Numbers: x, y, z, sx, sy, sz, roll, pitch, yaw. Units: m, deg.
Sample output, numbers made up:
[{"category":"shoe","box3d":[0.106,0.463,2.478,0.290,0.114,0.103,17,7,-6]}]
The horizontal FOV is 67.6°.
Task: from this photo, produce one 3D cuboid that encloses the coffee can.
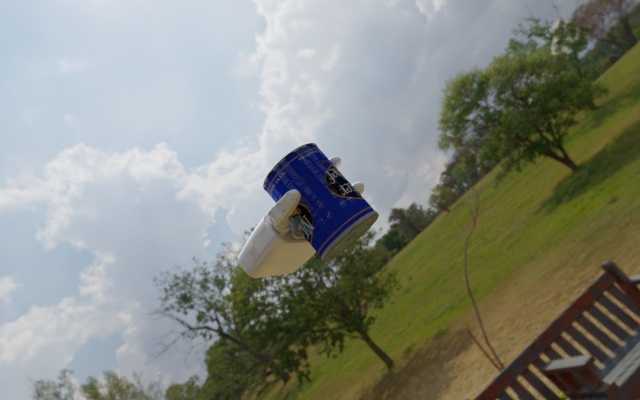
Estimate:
[{"category":"coffee can","box3d":[0.000,0.002,0.688,0.103,0.140,0.103,-38,-14,-11]}]
